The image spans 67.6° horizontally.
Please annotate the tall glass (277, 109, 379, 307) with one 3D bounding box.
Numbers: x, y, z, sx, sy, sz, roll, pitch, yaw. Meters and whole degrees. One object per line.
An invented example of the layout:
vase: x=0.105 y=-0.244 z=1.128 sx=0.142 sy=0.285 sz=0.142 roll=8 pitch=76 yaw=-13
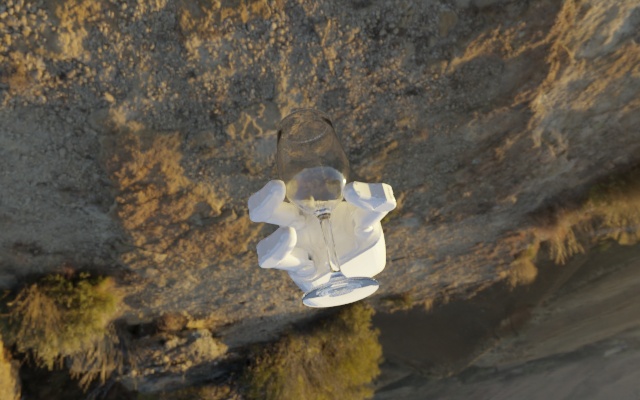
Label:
tall glass: x=0.000 y=0.002 z=0.493 sx=0.079 sy=0.201 sz=0.079 roll=-10 pitch=-28 yaw=-5
